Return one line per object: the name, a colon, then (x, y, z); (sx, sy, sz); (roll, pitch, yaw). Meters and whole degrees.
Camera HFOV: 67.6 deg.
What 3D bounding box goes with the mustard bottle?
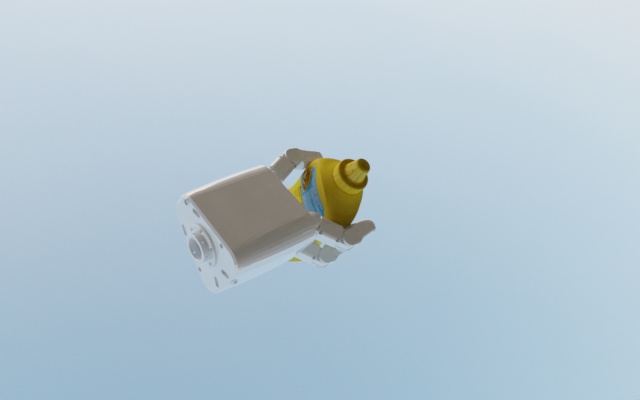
mustard bottle: (0.000, 0.002, 0.596); (0.058, 0.096, 0.192); (4, -28, -31)
